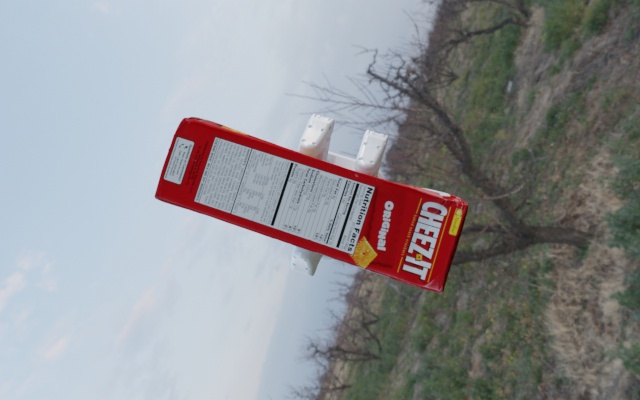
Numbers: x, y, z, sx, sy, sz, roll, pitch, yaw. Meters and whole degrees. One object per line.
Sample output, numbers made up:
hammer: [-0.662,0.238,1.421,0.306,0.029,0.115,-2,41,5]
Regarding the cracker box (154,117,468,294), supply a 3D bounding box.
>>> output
cracker box: [0.000,0.001,0.404,0.213,0.072,0.164,17,1,8]
